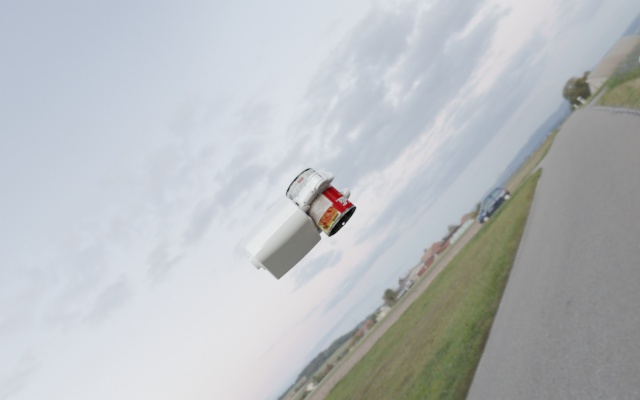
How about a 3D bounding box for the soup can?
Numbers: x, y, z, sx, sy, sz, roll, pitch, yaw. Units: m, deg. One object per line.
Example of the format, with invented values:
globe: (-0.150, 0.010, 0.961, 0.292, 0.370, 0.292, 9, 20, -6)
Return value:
soup can: (0.000, 0.002, 0.796, 0.102, 0.068, 0.068, 42, 13, 15)
